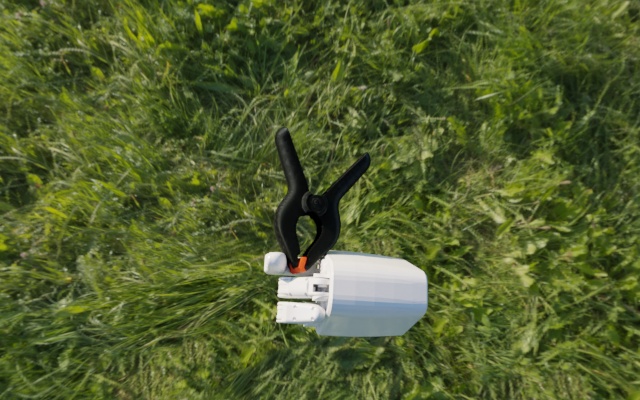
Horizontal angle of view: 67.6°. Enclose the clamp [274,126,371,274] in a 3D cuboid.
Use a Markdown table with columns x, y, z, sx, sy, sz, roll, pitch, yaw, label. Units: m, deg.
| x | y | z | sx | sy | sz | roll | pitch | yaw | label |
| --- | --- | --- | --- | --- | --- | --- | --- | --- | --- |
| 0.000 | 0.002 | 0.561 | 0.120 | 0.171 | 0.039 | 6 | -11 | -9 | clamp |
